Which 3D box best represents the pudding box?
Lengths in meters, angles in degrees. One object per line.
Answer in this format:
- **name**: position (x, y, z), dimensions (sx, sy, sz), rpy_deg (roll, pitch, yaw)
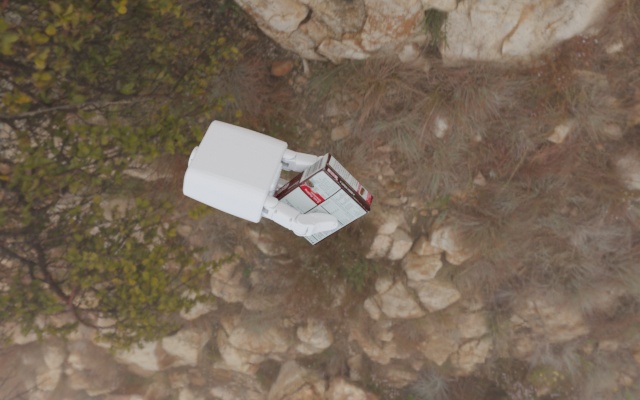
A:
- **pudding box**: position (0.000, 0.002, 0.645), dimensions (0.113, 0.090, 0.039), rpy_deg (-33, 24, 36)
